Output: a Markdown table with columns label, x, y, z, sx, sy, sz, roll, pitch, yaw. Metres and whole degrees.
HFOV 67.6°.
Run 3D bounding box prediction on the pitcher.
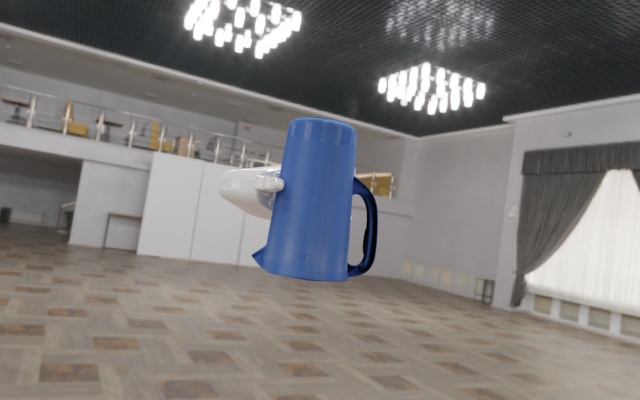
| label | x | y | z | sx | sy | sz | roll | pitch | yaw |
| --- | --- | --- | --- | --- | --- | --- | --- | --- | --- |
| pitcher | 0.000 | 0.002 | 0.740 | 0.145 | 0.243 | 0.149 | 5 | -4 | 41 |
